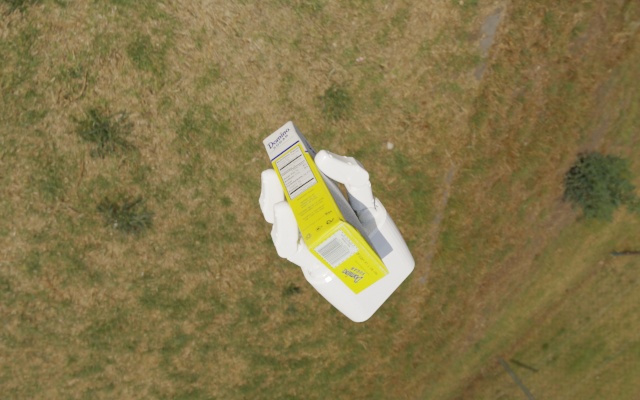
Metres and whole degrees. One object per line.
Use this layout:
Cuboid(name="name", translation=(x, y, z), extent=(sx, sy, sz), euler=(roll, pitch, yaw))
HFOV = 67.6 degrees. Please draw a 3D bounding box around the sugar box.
Cuboid(name="sugar box", translation=(0.000, 0.002, 0.484), extent=(0.093, 0.048, 0.176), euler=(49, 7, -41))
